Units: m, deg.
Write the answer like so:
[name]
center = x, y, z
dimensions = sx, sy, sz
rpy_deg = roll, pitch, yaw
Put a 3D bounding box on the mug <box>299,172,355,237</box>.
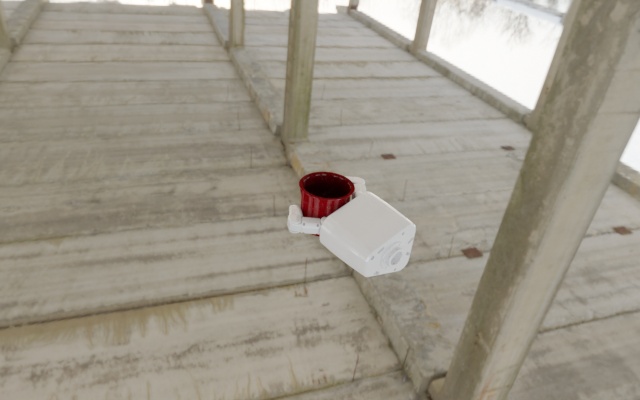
[mug]
center = -0.001, 0.002, 0.819
dimensions = 0.093, 0.081, 0.117
rpy_deg = -18, 39, -34
